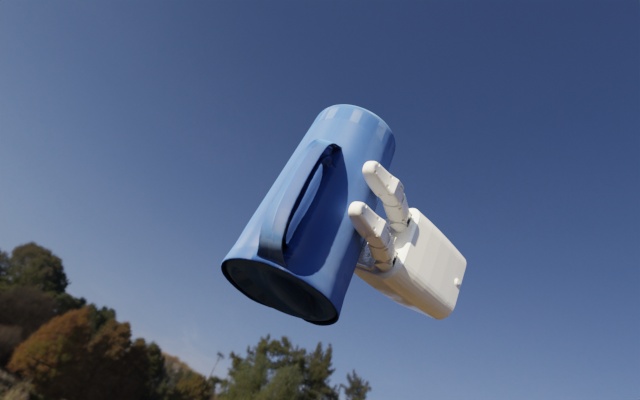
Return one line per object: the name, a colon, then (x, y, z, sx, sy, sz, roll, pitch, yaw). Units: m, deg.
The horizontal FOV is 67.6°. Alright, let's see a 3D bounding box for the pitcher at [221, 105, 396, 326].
pitcher: (0.000, 0.002, 0.538, 0.145, 0.242, 0.149, 39, -32, -22)
